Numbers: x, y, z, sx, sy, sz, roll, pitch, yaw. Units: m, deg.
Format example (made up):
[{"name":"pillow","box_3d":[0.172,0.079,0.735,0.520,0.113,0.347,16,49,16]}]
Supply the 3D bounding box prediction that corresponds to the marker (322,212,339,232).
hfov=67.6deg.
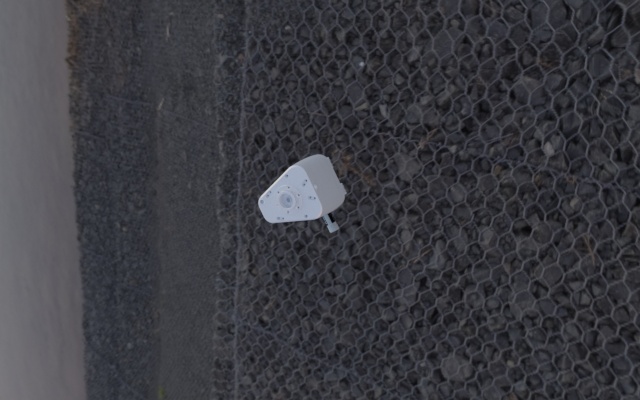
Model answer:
[{"name":"marker","box_3d":[0.000,0.003,0.900,0.020,0.121,0.020,-26,2,1]}]
